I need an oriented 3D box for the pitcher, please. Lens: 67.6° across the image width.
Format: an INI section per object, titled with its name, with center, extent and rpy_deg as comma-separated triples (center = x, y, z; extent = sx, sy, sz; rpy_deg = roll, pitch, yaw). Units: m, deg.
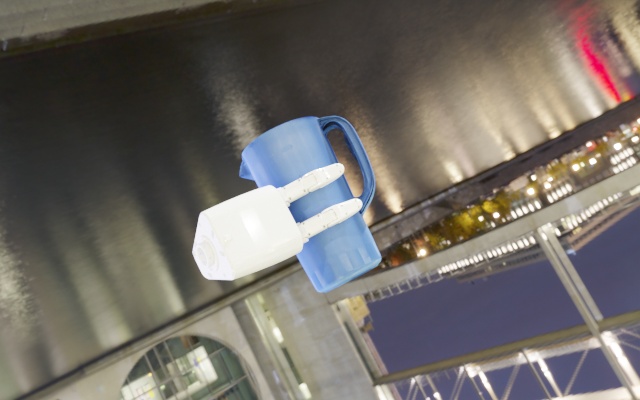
[pitcher]
center = 0.000, 0.002, 0.711
extent = 0.145, 0.243, 0.149
rpy_deg = -21, -10, -36
